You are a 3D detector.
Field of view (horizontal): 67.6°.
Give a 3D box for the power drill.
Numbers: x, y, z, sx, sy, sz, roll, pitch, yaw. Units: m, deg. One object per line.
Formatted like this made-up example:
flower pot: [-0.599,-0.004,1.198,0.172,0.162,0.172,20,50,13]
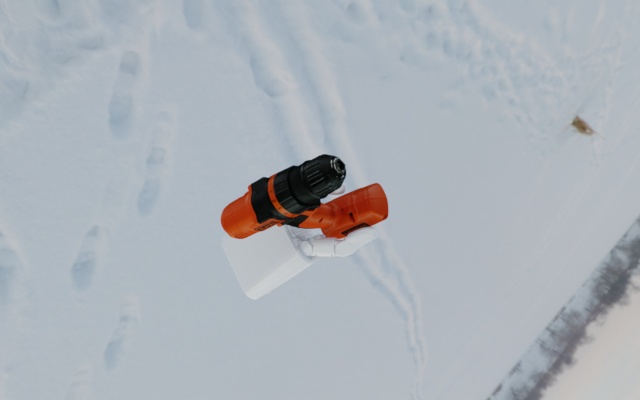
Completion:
power drill: [0.000,0.002,0.581,0.184,0.057,0.188,-24,-22,38]
